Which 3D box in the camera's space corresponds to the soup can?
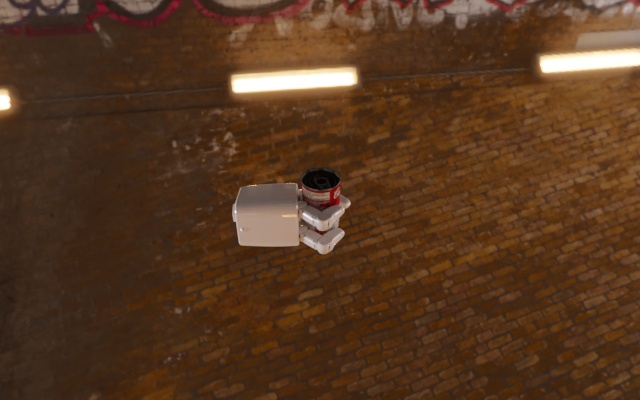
[{"bbox_3d":[0.001,0.003,0.837,0.068,0.102,0.068,0,37,0],"label":"soup can"}]
